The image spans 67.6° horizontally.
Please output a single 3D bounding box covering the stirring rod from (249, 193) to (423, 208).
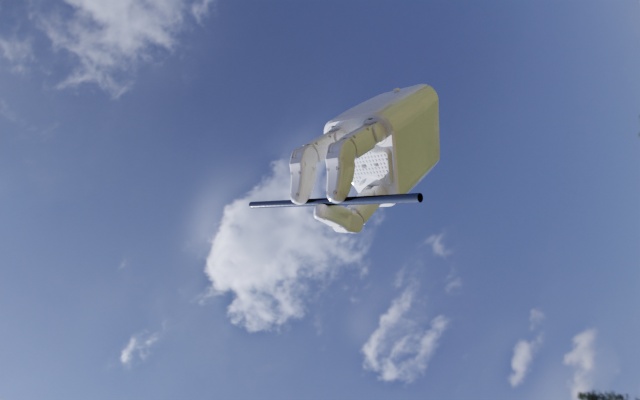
[{"bbox_3d":[0.000,0.002,0.481,0.011,0.011,0.239,0,-2,-43],"label":"stirring rod"}]
